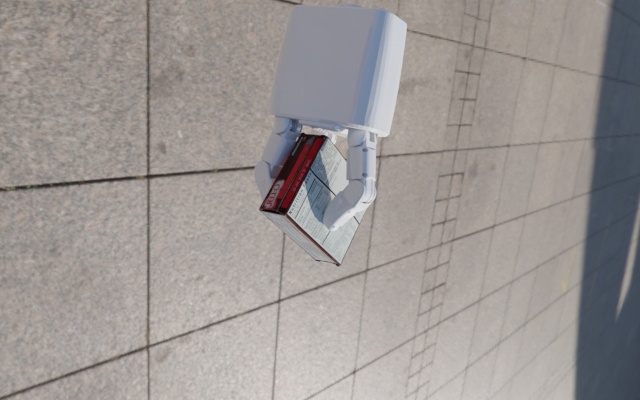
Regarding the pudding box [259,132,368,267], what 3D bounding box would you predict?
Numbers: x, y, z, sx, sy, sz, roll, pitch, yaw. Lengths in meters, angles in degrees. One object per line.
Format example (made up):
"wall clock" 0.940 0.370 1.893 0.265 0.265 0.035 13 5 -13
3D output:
"pudding box" 0.000 0.002 0.476 0.039 0.090 0.113 11 -25 40
